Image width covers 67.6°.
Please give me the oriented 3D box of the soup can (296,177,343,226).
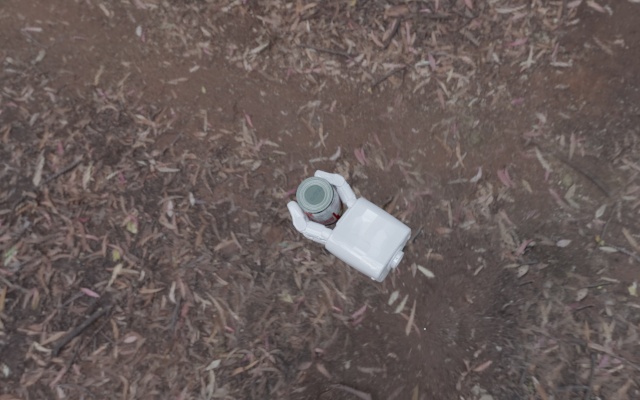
[{"bbox_3d":[0.000,0.002,0.862,0.068,0.068,0.102,0,-15,12],"label":"soup can"}]
